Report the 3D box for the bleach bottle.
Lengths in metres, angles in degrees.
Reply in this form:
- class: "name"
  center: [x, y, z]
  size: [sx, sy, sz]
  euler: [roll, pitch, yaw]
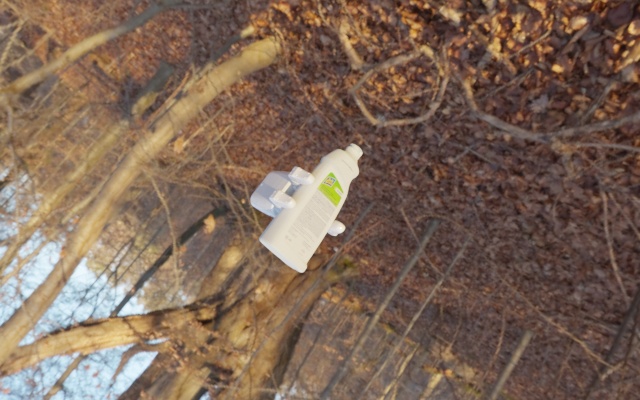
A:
- class: "bleach bottle"
  center: [0.000, 0.003, 0.885]
  size: [0.103, 0.250, 0.068]
  euler: [46, -16, -32]
